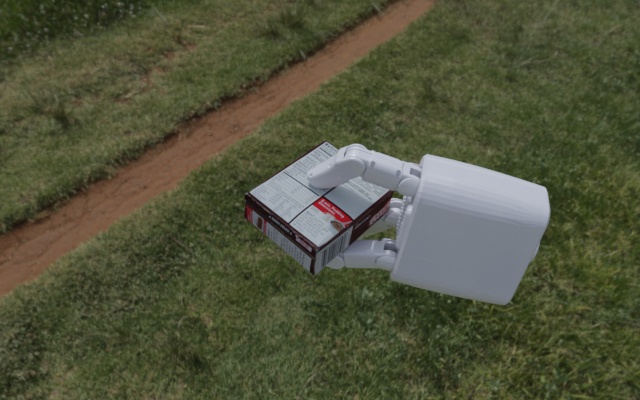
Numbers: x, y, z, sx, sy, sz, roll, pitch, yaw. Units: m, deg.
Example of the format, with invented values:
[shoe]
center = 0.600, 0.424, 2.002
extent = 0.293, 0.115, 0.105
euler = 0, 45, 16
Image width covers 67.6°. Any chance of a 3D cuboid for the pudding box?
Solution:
[pudding box]
center = 0.000, 0.001, 0.441
extent = 0.090, 0.039, 0.113
euler = 36, 51, 23
